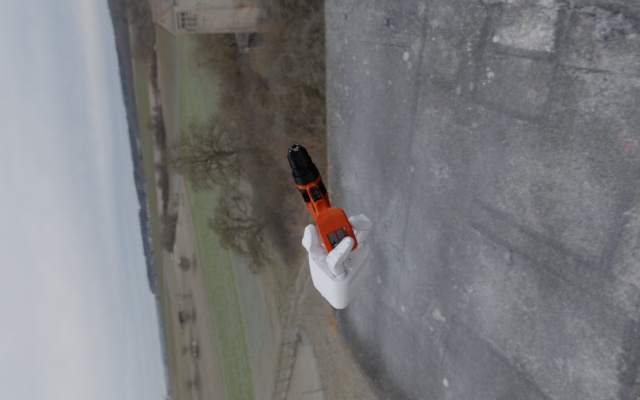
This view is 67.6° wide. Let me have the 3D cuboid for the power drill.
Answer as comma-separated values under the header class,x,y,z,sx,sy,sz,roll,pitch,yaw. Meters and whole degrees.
class,x,y,z,sx,sy,sz,roll,pitch,yaw
power drill,0.000,0.003,0.884,0.057,0.185,0.187,-26,37,-1
